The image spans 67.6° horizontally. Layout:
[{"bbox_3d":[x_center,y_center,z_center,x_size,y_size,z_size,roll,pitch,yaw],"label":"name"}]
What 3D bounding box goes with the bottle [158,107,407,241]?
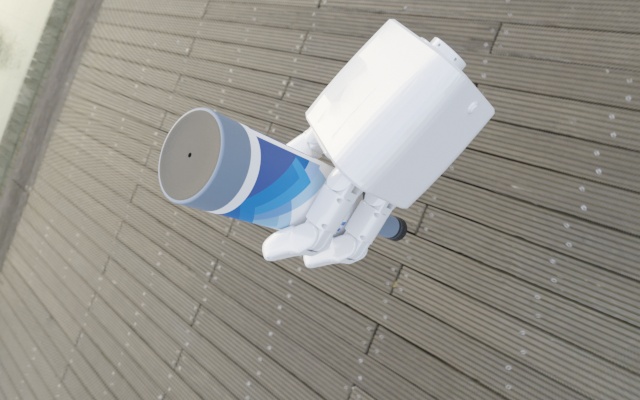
[{"bbox_3d":[0.000,0.001,0.428,0.069,0.069,0.296,0,-12,37],"label":"bottle"}]
